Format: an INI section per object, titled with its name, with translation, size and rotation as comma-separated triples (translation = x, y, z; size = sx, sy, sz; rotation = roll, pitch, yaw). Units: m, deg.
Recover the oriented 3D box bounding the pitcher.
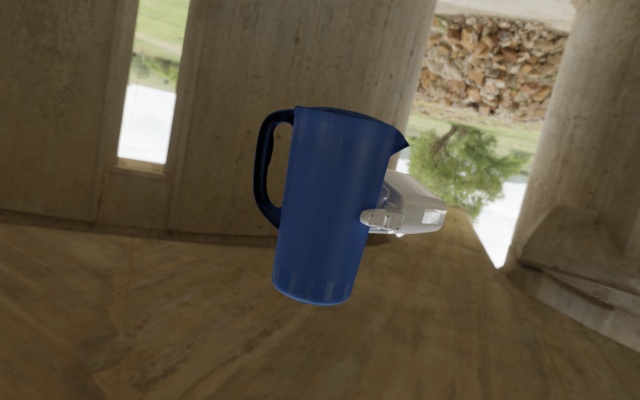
[pitcher]
translation = 0.000, 0.002, 0.618
size = 0.145, 0.243, 0.149
rotation = 4, 13, -41
